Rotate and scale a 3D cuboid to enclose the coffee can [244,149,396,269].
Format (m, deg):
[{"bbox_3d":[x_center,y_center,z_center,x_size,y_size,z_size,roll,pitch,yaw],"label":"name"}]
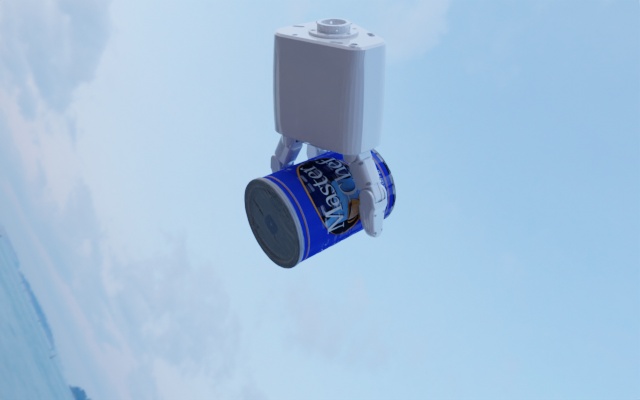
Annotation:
[{"bbox_3d":[0.000,0.002,0.541,0.140,0.103,0.103,-24,13,-32],"label":"coffee can"}]
